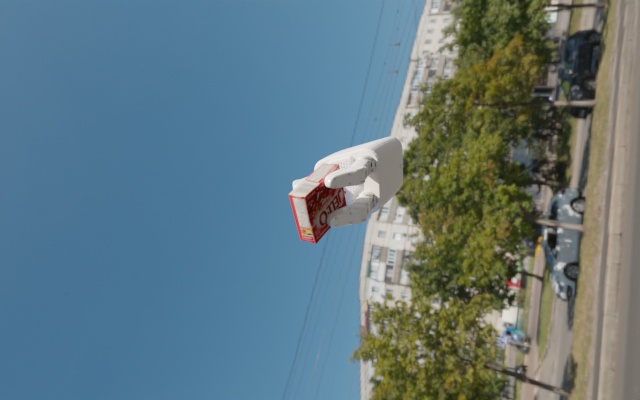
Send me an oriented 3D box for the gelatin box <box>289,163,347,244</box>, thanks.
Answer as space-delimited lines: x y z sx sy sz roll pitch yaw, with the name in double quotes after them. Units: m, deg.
0.000 0.002 0.640 0.030 0.073 0.089 10 37 32 "gelatin box"
